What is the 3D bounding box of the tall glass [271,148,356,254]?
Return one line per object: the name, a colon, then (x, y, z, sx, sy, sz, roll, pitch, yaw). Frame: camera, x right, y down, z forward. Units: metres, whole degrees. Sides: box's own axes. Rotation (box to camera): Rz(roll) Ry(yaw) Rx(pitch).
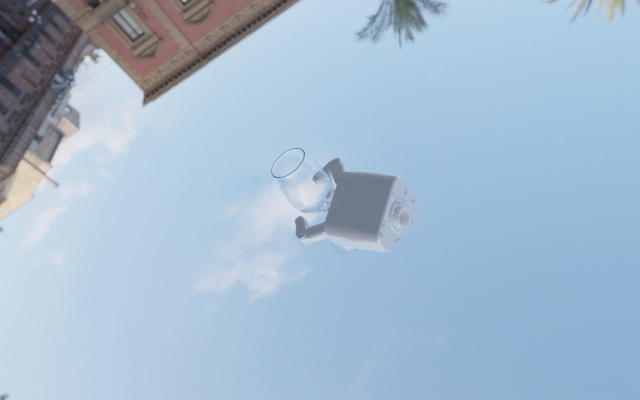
tall glass: (0.000, 0.003, 0.791, 0.079, 0.079, 0.201, 0, -38, 40)
